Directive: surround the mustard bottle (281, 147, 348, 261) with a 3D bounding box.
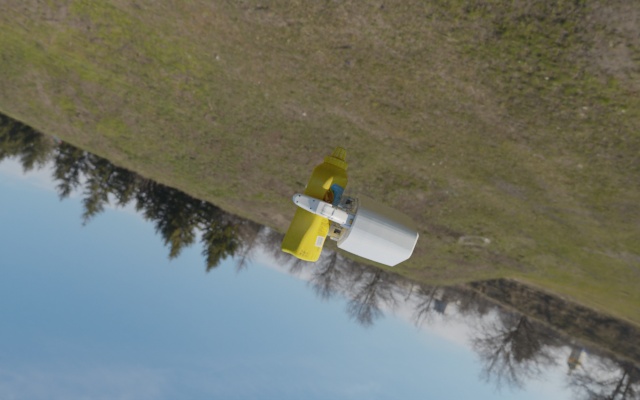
[{"bbox_3d":[0.000,0.003,0.789,0.058,0.191,0.096,22,-2,22],"label":"mustard bottle"}]
